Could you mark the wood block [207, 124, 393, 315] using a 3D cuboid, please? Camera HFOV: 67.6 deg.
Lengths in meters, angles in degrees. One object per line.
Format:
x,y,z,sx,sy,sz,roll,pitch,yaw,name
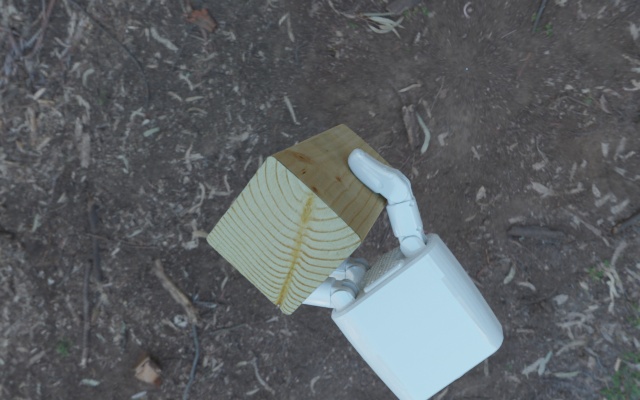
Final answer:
0.001,0.002,0.439,0.090,0.091,0.206,43,22,2,wood block
